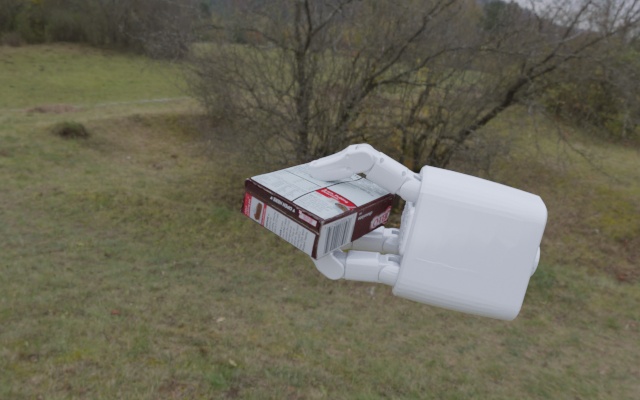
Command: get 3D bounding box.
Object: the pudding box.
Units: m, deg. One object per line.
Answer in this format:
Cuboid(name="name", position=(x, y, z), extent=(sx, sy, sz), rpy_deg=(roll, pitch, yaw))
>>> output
Cuboid(name="pudding box", position=(0.000, 0.001, 0.430), extent=(0.090, 0.039, 0.113), rpy_deg=(28, 28, 30))
